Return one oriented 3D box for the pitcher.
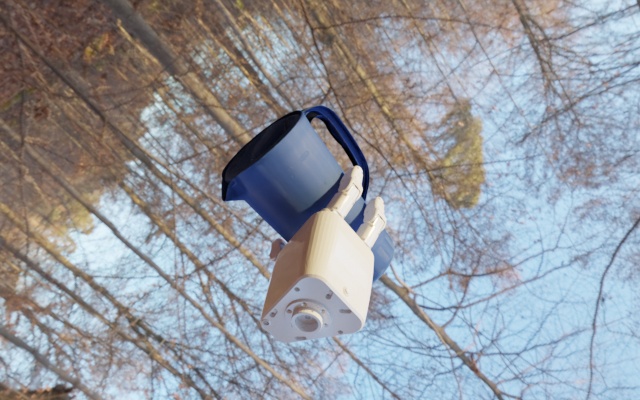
[{"bbox_3d":[0.000,0.002,0.646,0.149,0.243,0.145,-30,24,24],"label":"pitcher"}]
